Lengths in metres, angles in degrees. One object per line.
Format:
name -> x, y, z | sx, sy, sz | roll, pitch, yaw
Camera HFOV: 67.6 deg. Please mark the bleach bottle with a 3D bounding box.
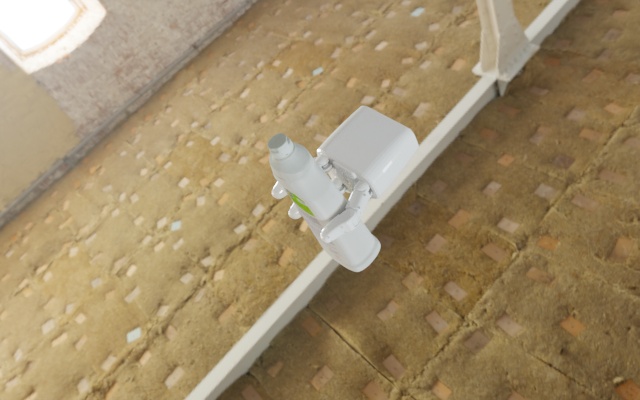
bleach bottle -> 0.000, 0.002, 0.691 | 0.102, 0.068, 0.251 | 29, -20, 43
